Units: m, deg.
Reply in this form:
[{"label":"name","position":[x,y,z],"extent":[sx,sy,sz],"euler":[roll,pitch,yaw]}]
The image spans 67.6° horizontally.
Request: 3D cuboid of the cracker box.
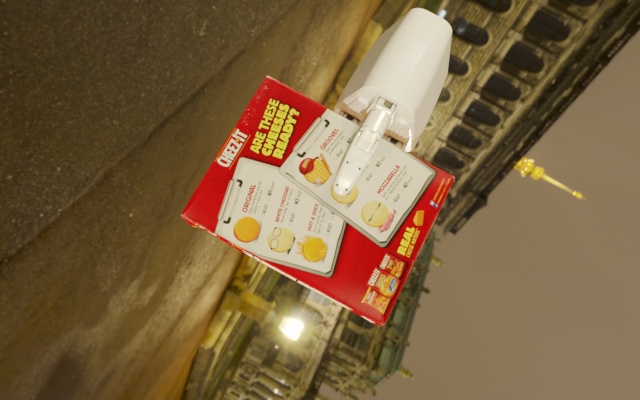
[{"label":"cracker box","position":[0.000,0.002,0.481],"extent":[0.213,0.164,0.072],"euler":[28,-14,2]}]
